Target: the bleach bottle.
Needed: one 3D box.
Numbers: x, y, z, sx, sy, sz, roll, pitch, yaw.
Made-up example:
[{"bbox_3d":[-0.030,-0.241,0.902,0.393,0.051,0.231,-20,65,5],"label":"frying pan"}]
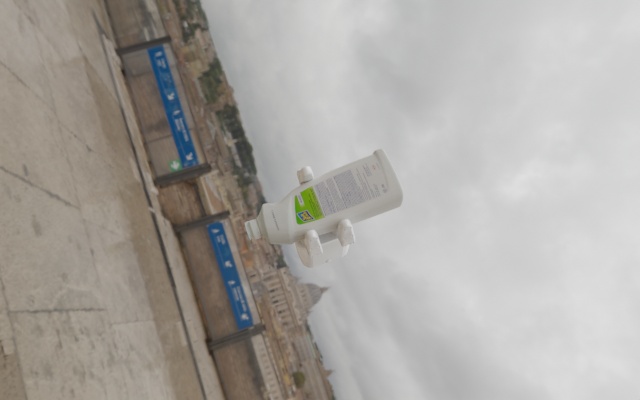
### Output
[{"bbox_3d":[0.000,0.003,0.768,0.251,0.102,0.068,-18,-26,-7],"label":"bleach bottle"}]
